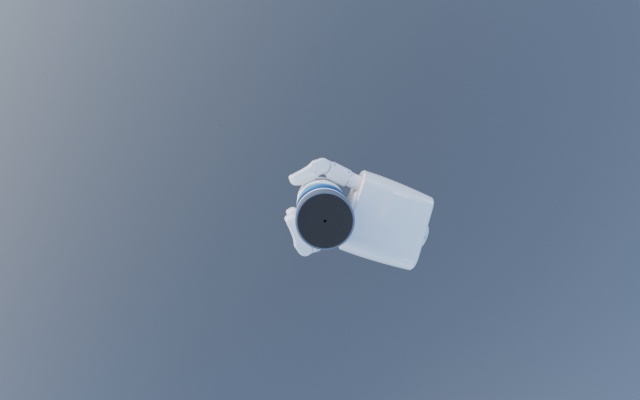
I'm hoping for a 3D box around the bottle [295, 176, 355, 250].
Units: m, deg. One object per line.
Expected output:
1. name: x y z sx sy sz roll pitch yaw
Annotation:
1. bottle: 0.000 0.002 0.672 0.069 0.069 0.295 0 8 -2
